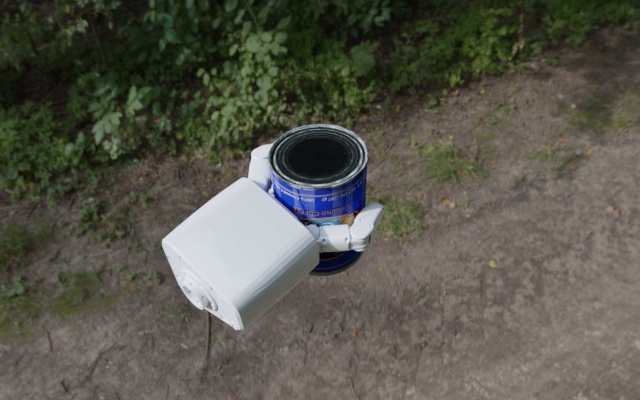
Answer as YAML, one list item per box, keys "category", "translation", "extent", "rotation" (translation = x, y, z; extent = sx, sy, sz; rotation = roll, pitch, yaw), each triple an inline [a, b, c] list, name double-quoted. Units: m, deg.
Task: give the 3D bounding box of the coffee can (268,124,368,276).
- category: "coffee can"
  translation: [0.000, 0.002, 0.533]
  extent: [0.103, 0.102, 0.140]
  rotation: [-2, -45, 2]
